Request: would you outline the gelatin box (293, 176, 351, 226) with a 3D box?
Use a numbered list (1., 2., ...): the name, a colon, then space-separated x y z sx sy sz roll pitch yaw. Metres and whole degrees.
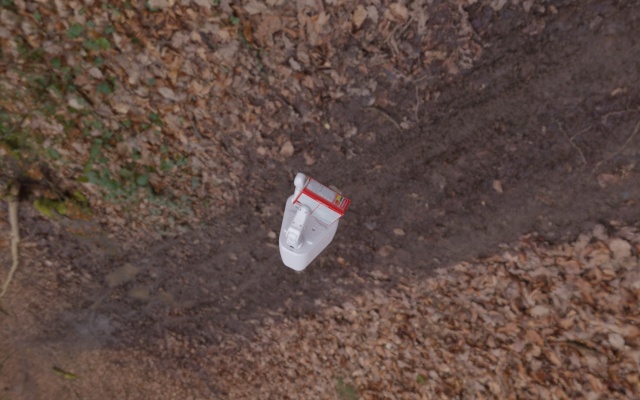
1. gelatin box: 0.000 0.003 0.756 0.073 0.030 0.089 31 -19 -4
